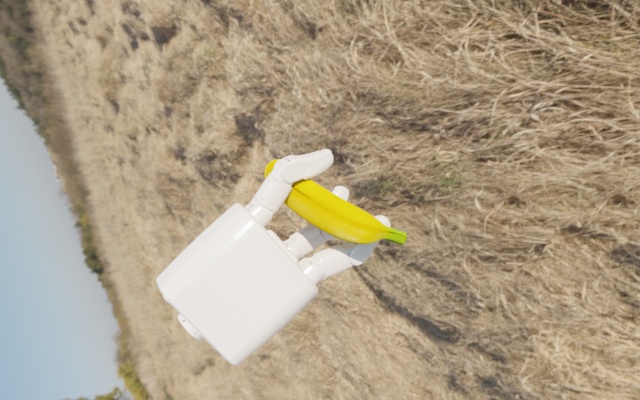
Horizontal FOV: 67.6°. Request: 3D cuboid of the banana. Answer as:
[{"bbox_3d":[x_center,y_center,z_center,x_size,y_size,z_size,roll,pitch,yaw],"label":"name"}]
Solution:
[{"bbox_3d":[-0.008,-0.001,0.485,0.197,0.037,0.070,33,7,37],"label":"banana"}]
